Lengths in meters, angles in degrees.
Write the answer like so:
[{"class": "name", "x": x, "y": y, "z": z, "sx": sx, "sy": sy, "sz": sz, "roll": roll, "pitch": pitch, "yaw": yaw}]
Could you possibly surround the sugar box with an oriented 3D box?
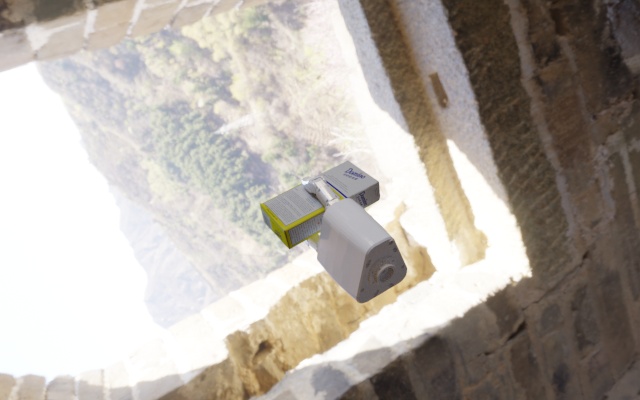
[{"class": "sugar box", "x": 0.000, "y": 0.003, "z": 0.770, "sx": 0.176, "sy": 0.048, "sz": 0.093, "roll": -25, "pitch": 38, "yaw": -20}]
